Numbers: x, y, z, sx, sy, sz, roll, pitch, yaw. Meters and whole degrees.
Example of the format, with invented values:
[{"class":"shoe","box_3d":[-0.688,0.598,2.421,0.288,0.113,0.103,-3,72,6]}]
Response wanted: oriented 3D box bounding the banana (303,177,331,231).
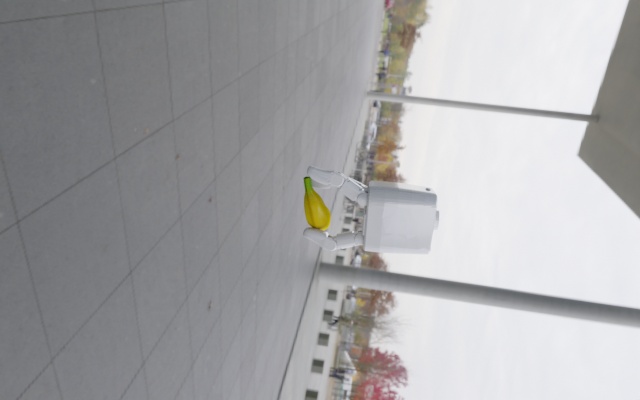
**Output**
[{"class":"banana","box_3d":[-0.002,0.020,0.824,0.037,0.069,0.198,2,-15,6]}]
